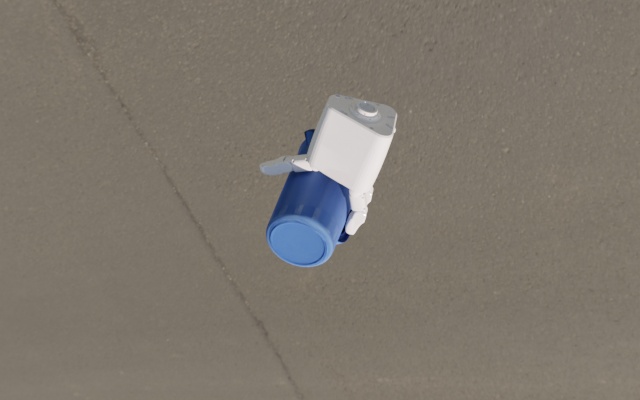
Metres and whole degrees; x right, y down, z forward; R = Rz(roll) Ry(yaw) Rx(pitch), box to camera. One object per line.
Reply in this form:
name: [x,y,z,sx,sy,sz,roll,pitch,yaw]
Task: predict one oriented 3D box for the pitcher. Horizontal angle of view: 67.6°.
pitcher: [0.000,0.003,0.815,0.149,0.145,0.242,22,40,0]
